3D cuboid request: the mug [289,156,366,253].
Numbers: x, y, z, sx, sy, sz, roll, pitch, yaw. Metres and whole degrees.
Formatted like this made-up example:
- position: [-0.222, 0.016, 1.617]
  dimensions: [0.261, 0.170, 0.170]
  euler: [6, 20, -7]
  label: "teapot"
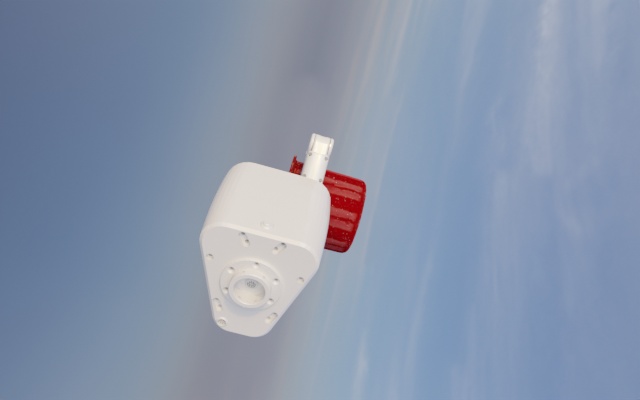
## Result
- position: [0.000, 0.001, 0.519]
  dimensions: [0.081, 0.093, 0.117]
  euler: [16, 30, -3]
  label: "mug"
